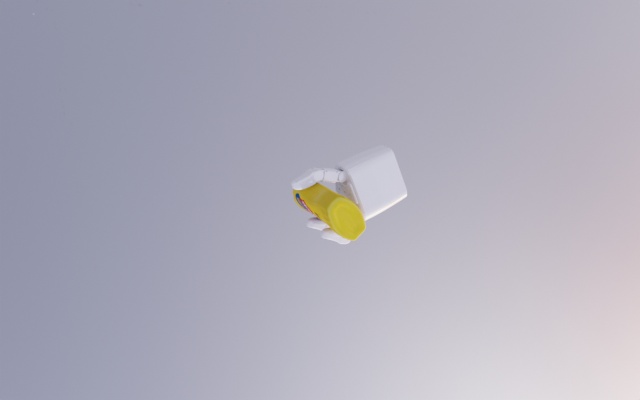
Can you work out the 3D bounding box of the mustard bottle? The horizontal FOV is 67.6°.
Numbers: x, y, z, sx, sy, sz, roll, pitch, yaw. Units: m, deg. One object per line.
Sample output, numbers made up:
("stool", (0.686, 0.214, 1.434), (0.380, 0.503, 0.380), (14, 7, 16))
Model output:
("mustard bottle", (0.000, 0.003, 0.878), (0.096, 0.058, 0.191), (47, -8, -35))
